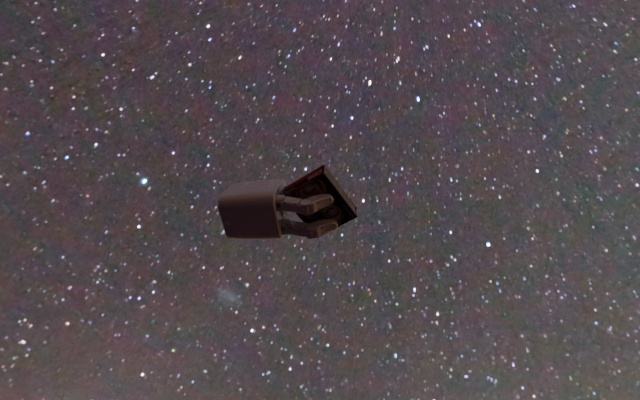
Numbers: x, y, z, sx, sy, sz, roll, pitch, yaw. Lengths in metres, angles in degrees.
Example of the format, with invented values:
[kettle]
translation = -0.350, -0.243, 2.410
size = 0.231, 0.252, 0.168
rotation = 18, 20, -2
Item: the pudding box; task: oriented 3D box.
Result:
[pudding box]
translation = 0.000, 0.003, 0.864
size = 0.090, 0.113, 0.039
rotation = -29, 29, 21
